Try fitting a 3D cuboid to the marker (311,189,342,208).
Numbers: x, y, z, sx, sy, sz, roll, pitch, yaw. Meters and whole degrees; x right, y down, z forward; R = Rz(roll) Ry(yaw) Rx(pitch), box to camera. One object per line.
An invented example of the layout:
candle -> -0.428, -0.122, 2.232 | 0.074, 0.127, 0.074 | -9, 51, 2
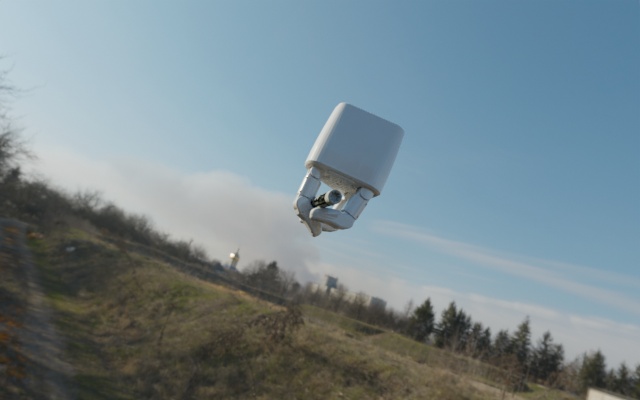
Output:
marker -> 0.000, 0.002, 0.654 | 0.020, 0.020, 0.121 | 0, -7, -18
